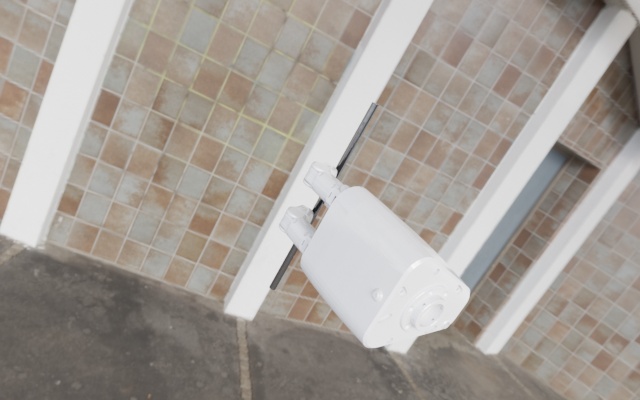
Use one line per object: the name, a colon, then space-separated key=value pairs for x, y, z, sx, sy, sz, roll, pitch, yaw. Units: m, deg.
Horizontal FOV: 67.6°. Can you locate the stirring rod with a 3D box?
stirring rod: x=0.000 y=0.002 z=0.523 sx=0.011 sy=0.239 sz=0.011 roll=27 pitch=17 yaw=-9
